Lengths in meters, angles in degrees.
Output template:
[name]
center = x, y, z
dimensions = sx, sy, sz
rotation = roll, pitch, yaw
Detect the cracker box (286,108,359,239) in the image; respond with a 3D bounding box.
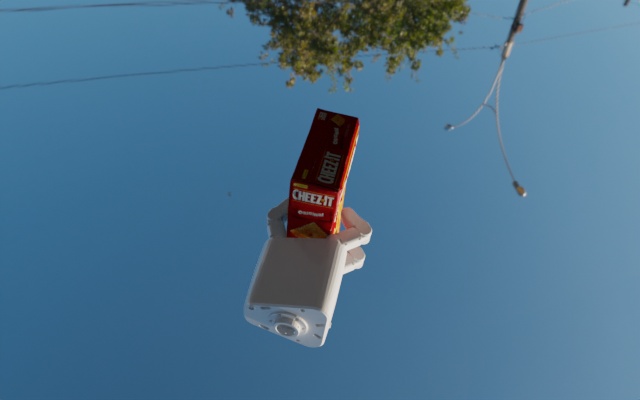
[cracker box]
center = 0.000, 0.002, 0.701
dimensions = 0.072, 0.214, 0.164
rotation = 12, 45, 3
